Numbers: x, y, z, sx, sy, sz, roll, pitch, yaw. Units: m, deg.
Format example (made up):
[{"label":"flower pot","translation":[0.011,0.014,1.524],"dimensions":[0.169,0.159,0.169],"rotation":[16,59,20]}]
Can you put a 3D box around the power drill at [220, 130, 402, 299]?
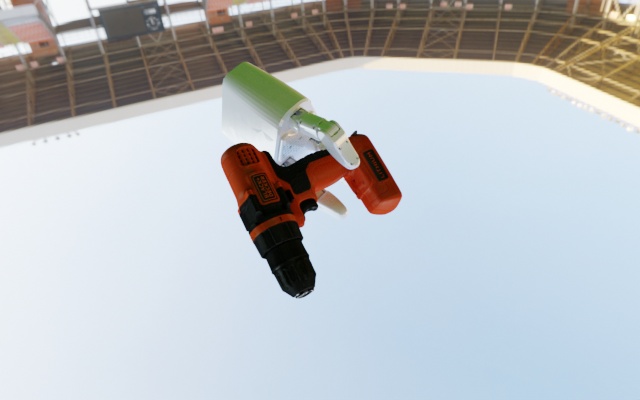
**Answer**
[{"label":"power drill","translation":[0.000,0.001,0.544],"dimensions":[0.187,0.184,0.057],"rotation":[-17,-19,-32]}]
